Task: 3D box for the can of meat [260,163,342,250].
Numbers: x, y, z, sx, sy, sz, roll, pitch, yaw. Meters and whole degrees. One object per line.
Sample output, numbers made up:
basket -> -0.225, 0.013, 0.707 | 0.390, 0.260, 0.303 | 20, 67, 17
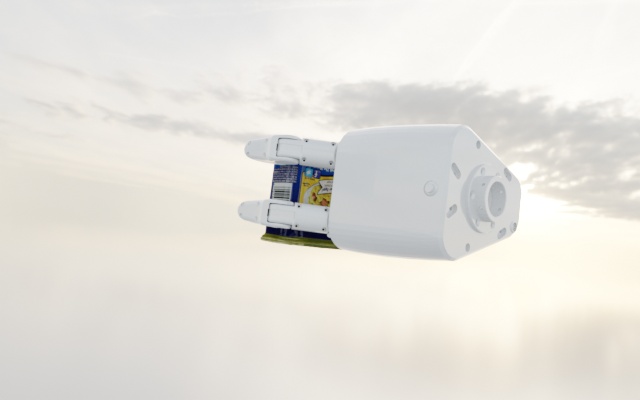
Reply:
can of meat -> 0.000, 0.001, 0.447 | 0.102, 0.084, 0.057 | 9, -4, -37
